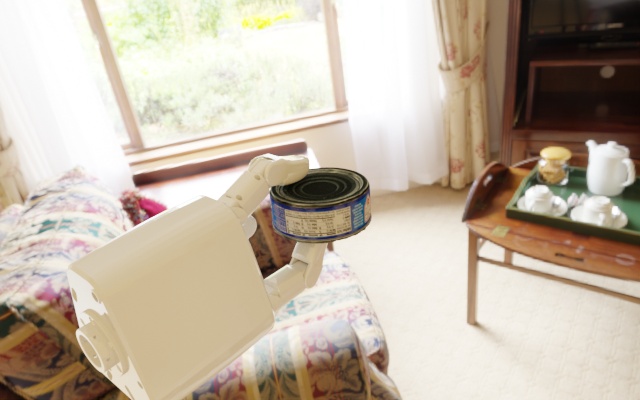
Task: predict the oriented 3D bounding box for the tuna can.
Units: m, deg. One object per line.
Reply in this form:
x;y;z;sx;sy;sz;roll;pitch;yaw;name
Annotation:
0.000;0.001;0.405;0.086;0.034;0.086;-4;24;2;tuna can
